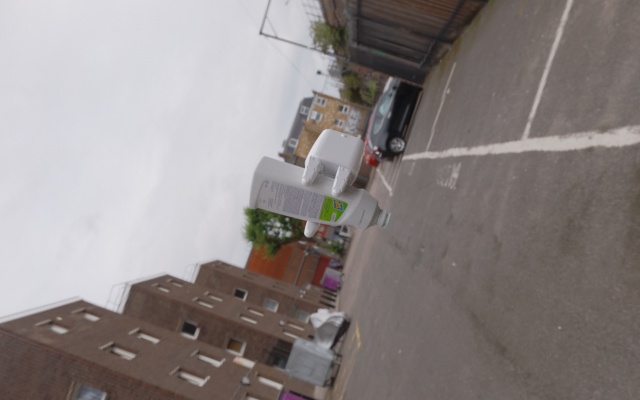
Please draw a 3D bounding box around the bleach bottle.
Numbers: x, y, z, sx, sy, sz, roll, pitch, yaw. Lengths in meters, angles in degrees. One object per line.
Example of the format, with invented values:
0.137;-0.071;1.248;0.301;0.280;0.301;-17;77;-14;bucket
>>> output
0.000;0.003;0.862;0.251;0.103;0.068;18;41;4;bleach bottle
